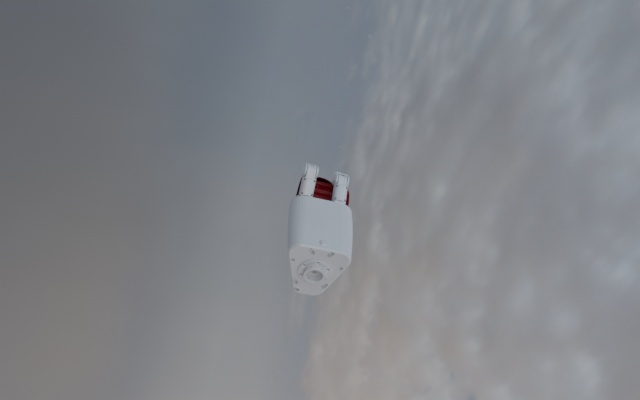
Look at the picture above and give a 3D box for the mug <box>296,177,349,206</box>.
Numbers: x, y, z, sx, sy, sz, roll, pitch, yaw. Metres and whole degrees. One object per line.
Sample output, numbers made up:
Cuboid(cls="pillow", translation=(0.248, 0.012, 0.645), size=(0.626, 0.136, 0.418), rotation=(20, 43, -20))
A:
Cuboid(cls="mug", translation=(0.000, 0.002, 0.819), size=(0.081, 0.093, 0.117), rotation=(12, 39, -8))
